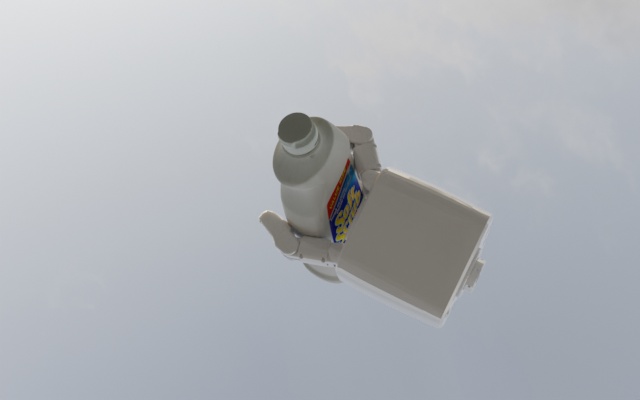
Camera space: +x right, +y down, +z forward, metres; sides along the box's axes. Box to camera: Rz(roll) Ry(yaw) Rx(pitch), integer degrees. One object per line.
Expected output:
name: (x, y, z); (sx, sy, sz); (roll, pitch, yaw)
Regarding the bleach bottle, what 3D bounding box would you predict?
bleach bottle: (0.000, 0.001, 0.482); (0.068, 0.102, 0.251); (25, -17, 22)
